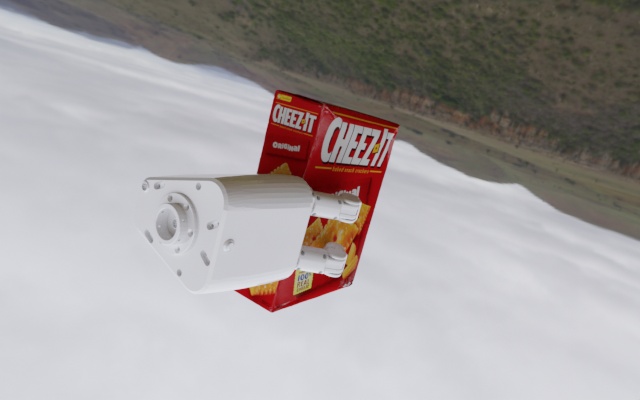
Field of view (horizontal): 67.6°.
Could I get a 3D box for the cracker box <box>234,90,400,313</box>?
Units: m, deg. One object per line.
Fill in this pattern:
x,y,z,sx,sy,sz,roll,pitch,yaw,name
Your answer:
0.000,0.002,0.533,0.072,0.214,0.164,23,13,32,cracker box
